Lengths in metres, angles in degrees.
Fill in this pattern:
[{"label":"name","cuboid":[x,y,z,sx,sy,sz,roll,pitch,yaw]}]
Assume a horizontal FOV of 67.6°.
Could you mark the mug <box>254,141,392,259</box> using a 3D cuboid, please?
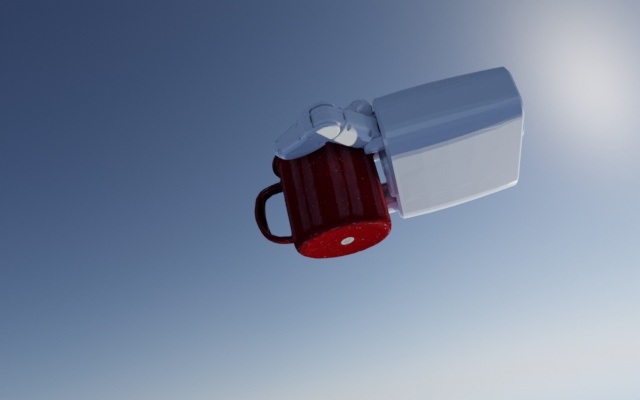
[{"label":"mug","cuboid":[-0.001,0.002,0.403,0.117,0.081,0.093,-16,-24,7]}]
